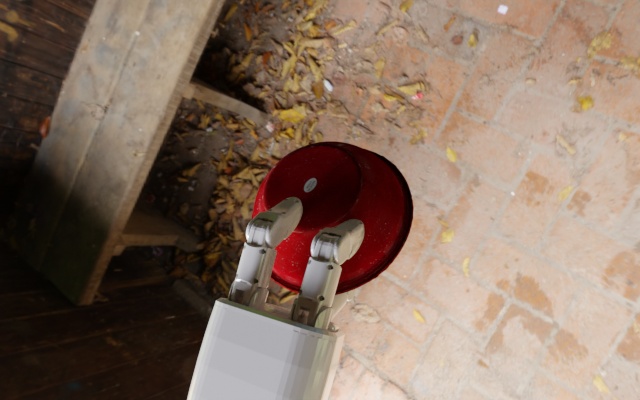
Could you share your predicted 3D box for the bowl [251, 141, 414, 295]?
[{"bbox_3d":[0.000,0.000,0.435,0.162,0.162,0.055,0,-30,20],"label":"bowl"}]
